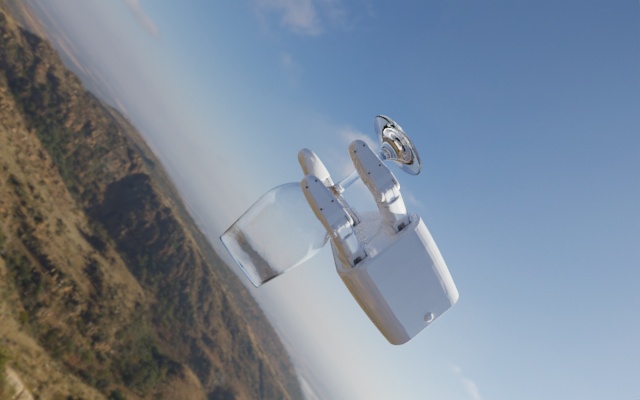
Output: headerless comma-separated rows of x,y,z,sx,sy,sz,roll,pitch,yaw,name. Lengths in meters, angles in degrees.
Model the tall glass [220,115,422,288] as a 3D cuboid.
0.001,0.001,0.475,0.201,0.079,0.079,-36,7,-9,tall glass
